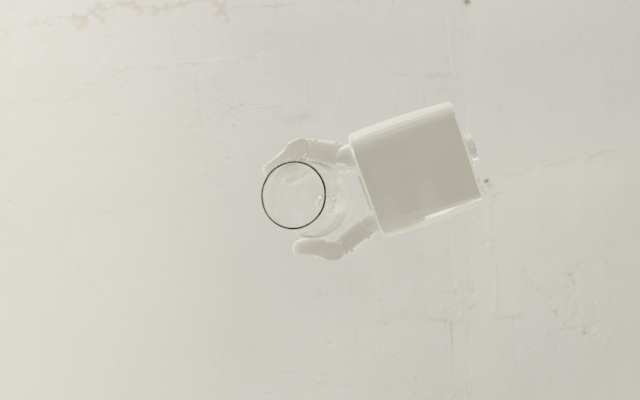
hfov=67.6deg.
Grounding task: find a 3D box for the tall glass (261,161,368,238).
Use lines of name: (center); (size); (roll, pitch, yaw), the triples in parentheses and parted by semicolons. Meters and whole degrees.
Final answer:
tall glass: (0.000, 0.002, 0.520); (0.079, 0.079, 0.201); (0, -4, 15)
